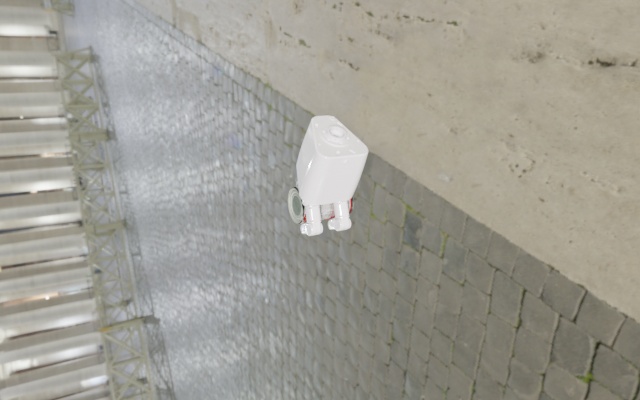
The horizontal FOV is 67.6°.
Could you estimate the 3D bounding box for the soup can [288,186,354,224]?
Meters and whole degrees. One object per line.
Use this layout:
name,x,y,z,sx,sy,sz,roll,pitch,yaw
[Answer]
soup can,0.000,0.003,0.864,0.102,0.068,0.068,-8,3,-26
